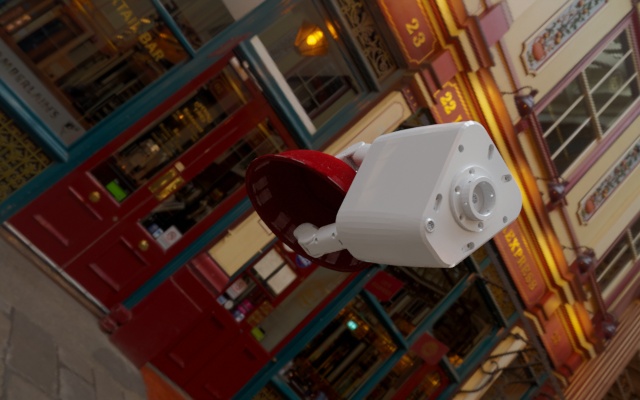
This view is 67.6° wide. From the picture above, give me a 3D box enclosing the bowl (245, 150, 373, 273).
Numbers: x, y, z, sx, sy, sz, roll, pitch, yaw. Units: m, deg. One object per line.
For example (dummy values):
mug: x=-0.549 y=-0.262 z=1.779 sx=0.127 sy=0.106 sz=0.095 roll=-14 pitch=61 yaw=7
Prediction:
bowl: x=-0.001 y=0.001 z=0.506 sx=0.162 sy=0.162 sz=0.055 roll=0 pitch=41 yaw=45
